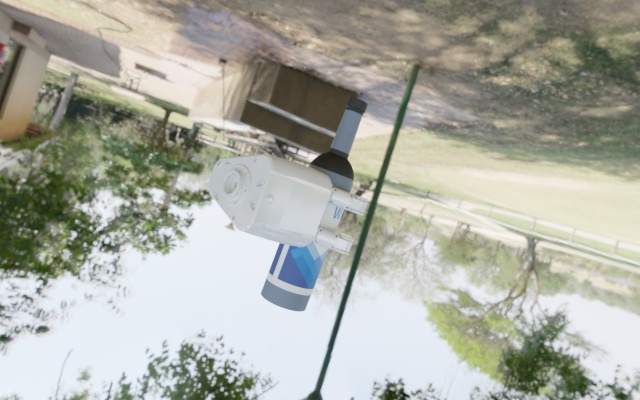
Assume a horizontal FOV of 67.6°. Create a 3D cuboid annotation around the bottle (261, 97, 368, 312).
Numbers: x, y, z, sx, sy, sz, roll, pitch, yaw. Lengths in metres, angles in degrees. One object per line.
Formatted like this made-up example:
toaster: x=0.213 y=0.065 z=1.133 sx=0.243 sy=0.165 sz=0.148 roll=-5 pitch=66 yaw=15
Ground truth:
bottle: x=0.000 y=0.002 z=0.655 sx=0.069 sy=0.296 sz=0.069 roll=21 pitch=2 yaw=-1
